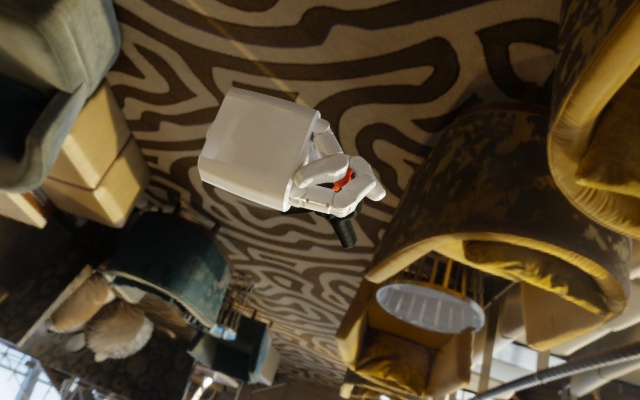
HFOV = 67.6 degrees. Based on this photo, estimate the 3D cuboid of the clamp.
[{"bbox_3d":[0.000,0.002,0.614,0.120,0.039,0.172,19,-30,6],"label":"clamp"}]
